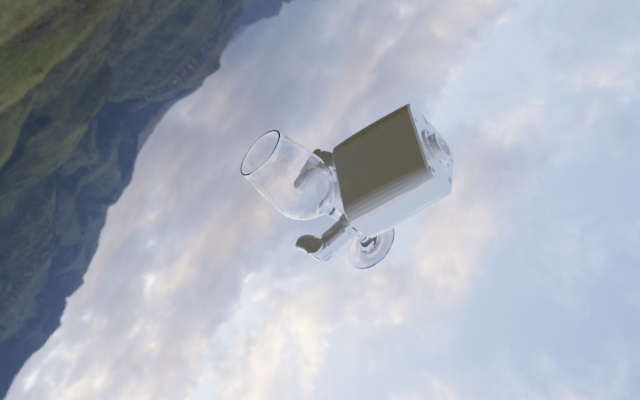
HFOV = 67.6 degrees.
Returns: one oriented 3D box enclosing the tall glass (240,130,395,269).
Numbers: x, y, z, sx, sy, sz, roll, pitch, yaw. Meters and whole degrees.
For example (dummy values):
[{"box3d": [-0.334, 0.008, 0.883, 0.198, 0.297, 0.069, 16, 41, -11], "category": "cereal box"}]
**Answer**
[{"box3d": [0.000, 0.002, 0.568, 0.201, 0.079, 0.079, 39, -22, -31], "category": "tall glass"}]
